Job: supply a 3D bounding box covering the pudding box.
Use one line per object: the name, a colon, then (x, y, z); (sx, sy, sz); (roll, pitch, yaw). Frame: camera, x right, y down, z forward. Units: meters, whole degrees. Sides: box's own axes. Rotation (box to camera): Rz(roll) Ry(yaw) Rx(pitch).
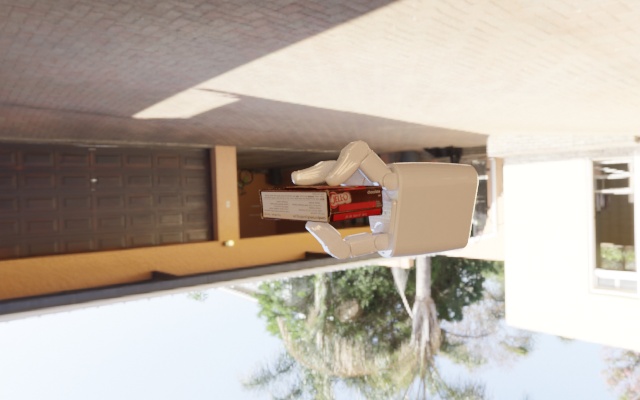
pudding box: (0.000, 0.002, 0.538); (0.113, 0.039, 0.090); (-1, 2, 45)
